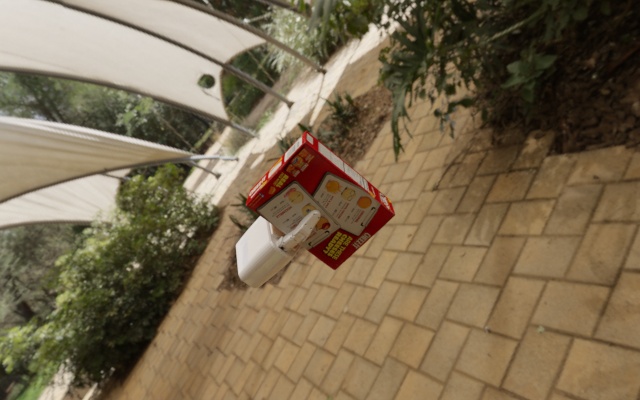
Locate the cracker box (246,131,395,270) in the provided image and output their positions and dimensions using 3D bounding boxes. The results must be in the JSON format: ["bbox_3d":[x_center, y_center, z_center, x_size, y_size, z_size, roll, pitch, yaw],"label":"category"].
[{"bbox_3d":[0.000,0.003,0.866,0.214,0.164,0.072,37,23,-19],"label":"cracker box"}]
